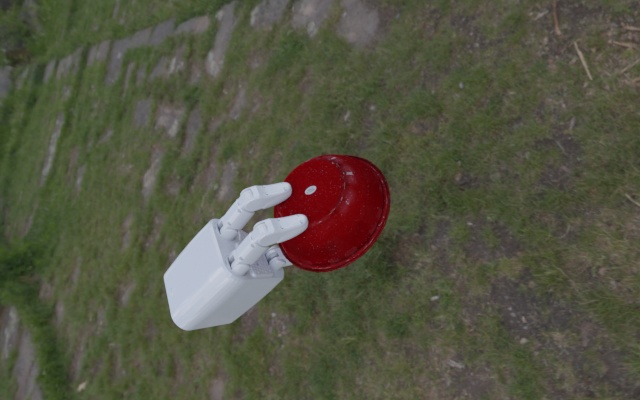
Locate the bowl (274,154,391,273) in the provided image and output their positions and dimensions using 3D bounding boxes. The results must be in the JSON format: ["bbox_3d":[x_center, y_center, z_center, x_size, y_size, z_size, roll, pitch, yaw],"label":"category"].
[{"bbox_3d":[0.001,0.001,0.579,0.162,0.162,0.055,0,-27,31],"label":"bowl"}]
